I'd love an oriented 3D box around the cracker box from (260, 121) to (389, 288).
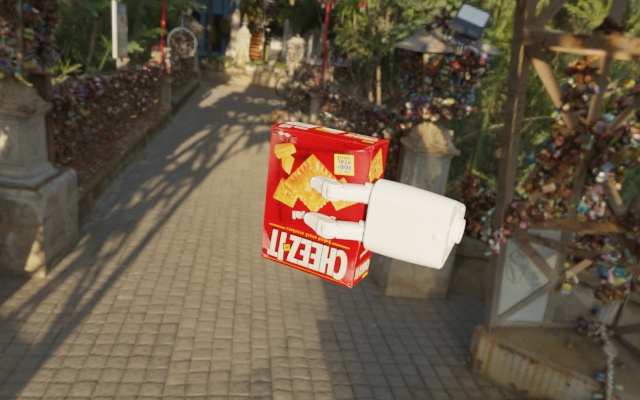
[{"bbox_3d":[0.000,0.002,0.711,0.164,0.214,0.072,16,19,25],"label":"cracker box"}]
